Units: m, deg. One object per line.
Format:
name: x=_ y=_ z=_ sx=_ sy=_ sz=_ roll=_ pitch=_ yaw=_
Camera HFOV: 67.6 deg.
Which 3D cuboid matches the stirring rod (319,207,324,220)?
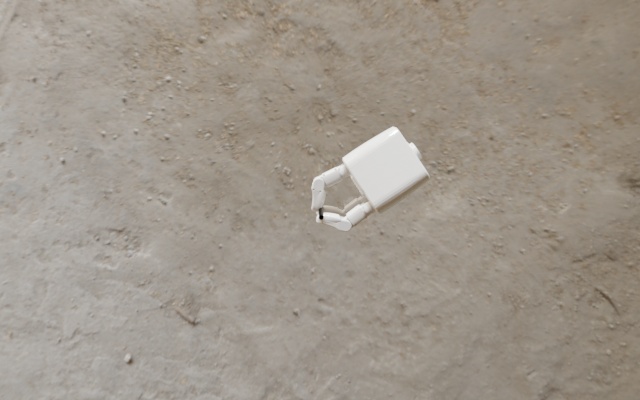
stirring rod: x=0.000 y=0.003 z=0.885 sx=0.011 sy=0.011 sz=0.239 roll=0 pitch=12 yaw=-1
